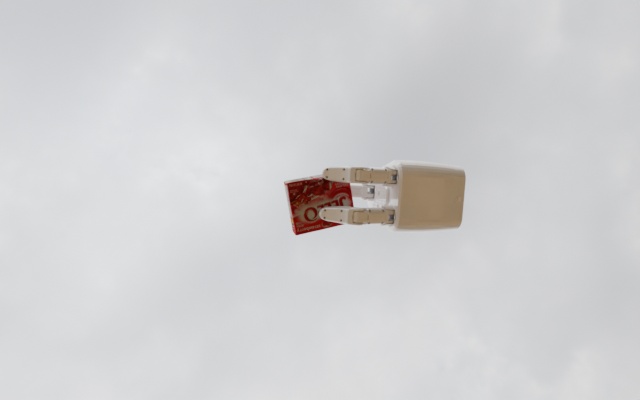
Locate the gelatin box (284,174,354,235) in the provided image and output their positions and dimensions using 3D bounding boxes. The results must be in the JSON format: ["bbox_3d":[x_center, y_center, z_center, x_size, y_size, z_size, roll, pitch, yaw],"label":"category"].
[{"bbox_3d":[0.000,0.002,0.656,0.089,0.073,0.030,-11,10,-11],"label":"gelatin box"}]
